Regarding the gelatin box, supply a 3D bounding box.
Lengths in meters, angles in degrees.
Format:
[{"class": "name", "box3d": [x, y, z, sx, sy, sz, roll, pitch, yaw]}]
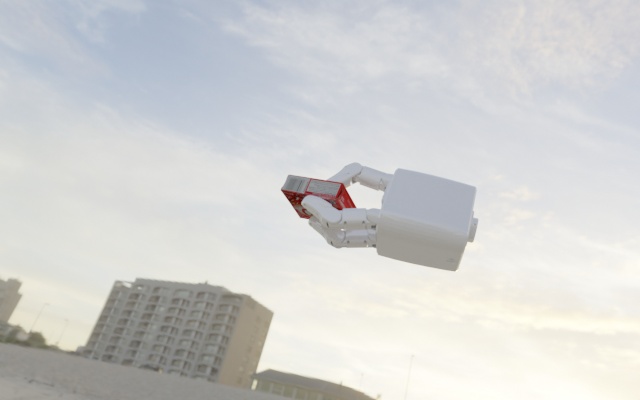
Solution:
[{"class": "gelatin box", "box3d": [0.000, 0.002, 0.648, 0.089, 0.030, 0.073, 11, -28, 29]}]
